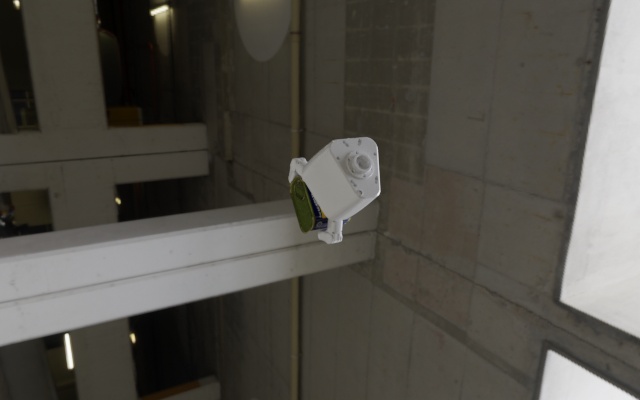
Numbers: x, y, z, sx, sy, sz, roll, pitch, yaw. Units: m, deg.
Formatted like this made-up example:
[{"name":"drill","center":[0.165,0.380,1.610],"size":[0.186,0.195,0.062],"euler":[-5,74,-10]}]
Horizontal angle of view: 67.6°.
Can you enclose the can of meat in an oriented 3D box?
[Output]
[{"name":"can of meat","center":[0.000,0.003,0.879],"size":[0.084,0.102,0.057],"euler":[-8,-18,-29]}]
